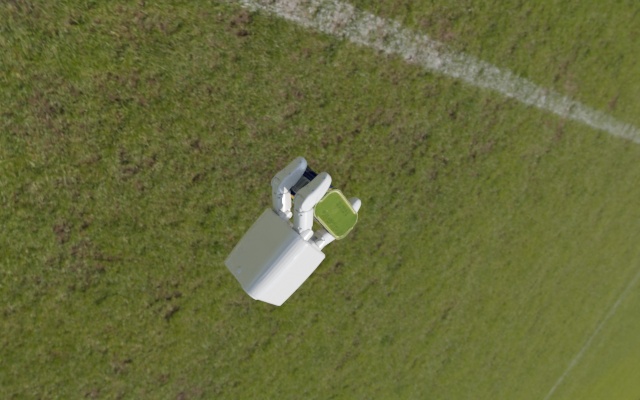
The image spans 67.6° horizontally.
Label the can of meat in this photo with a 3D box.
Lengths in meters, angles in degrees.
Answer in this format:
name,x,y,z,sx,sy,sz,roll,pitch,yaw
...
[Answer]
name,x,y,z,sx,sy,sz,roll,pitch,yaw
can of meat,0.000,0.002,0.710,0.084,0.057,0.102,39,-7,42
